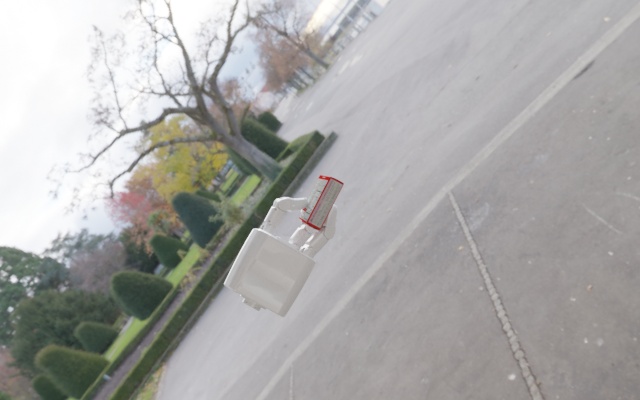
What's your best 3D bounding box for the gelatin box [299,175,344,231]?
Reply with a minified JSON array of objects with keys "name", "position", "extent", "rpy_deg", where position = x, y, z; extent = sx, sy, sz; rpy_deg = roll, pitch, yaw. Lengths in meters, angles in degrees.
[{"name":"gelatin box","position":[0.000,0.002,0.808],"extent":[0.030,0.089,0.073],"rpy_deg":[27,-1,-14]}]
